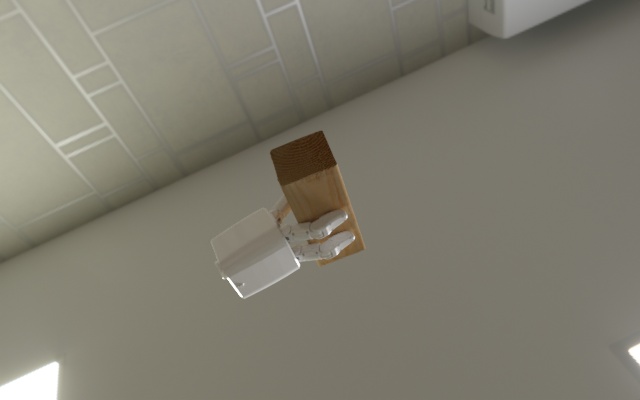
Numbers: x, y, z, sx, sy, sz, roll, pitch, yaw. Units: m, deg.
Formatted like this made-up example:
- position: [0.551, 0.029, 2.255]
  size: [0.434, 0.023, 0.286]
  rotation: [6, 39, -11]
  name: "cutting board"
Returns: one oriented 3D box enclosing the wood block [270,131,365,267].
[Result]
- position: [0.000, 0.003, 0.777]
  size: [0.090, 0.090, 0.206]
  rotation: [-22, -44, 0]
  name: "wood block"
